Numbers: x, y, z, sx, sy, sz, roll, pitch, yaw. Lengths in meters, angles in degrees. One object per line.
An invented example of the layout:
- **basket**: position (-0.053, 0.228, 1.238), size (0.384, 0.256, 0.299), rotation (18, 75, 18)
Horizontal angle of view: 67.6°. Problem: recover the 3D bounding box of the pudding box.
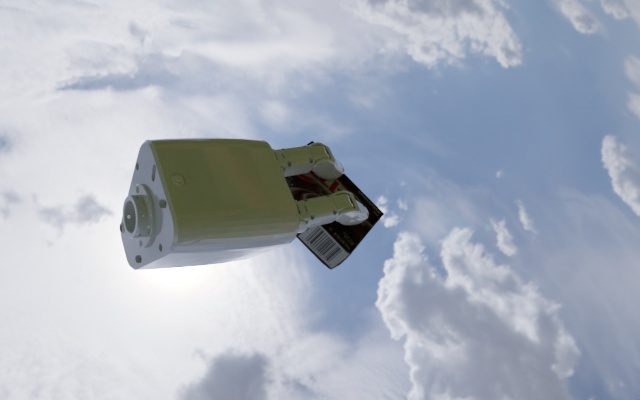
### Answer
- **pudding box**: position (0.000, 0.002, 0.482), size (0.039, 0.113, 0.090), rotation (-43, -1, 38)
